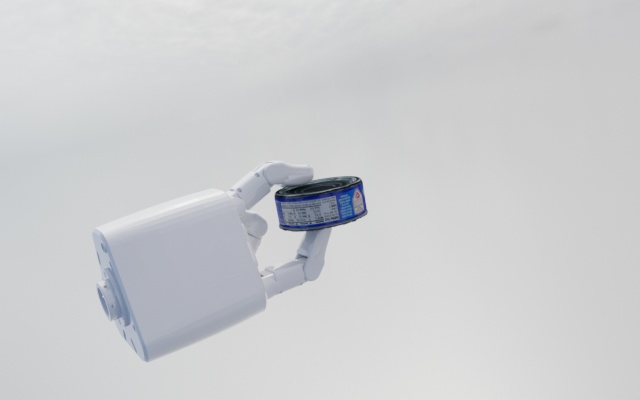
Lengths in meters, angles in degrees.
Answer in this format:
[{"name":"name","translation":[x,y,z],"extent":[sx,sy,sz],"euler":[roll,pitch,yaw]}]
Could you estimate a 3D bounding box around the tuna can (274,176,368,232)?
[{"name":"tuna can","translation":[0.000,0.001,0.451],"extent":[0.086,0.034,0.086],"euler":[-9,10,2]}]
